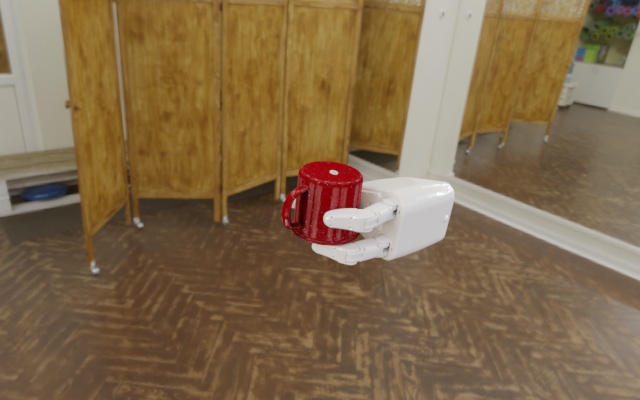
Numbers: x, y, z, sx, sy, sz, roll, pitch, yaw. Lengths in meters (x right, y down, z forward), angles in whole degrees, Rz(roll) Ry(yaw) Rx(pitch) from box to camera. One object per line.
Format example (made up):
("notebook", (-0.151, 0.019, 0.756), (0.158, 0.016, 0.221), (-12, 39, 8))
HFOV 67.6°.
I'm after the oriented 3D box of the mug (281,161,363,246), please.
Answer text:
("mug", (-0.001, 0.002, 0.601), (0.117, 0.081, 0.093), (-12, 30, -37))
